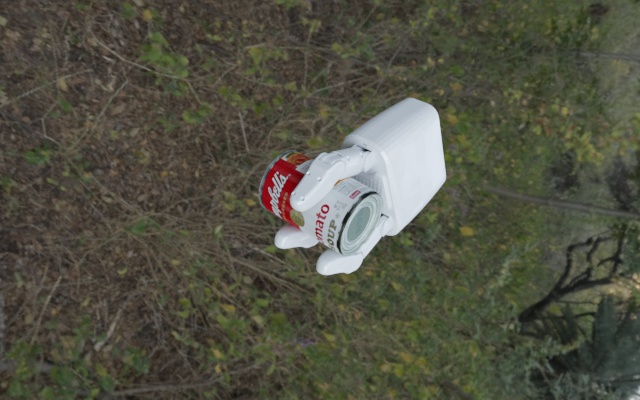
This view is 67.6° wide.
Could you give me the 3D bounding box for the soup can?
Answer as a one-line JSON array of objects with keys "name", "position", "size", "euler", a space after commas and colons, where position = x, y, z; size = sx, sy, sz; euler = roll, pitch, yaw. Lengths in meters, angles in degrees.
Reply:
[{"name": "soup can", "position": [0.000, 0.002, 0.462], "size": [0.102, 0.068, 0.068], "euler": [29, 15, 29]}]
